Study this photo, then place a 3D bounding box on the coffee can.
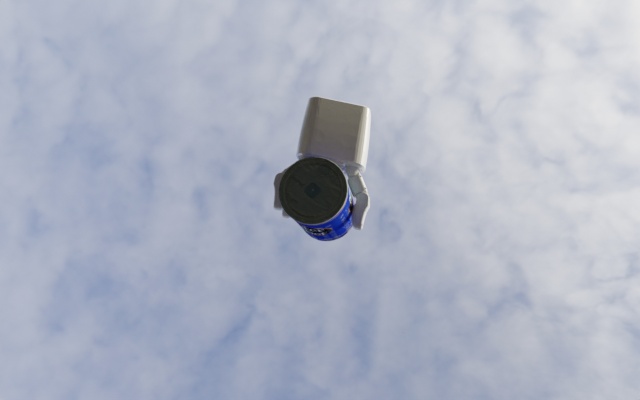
[{"bbox_3d":[0.000,0.003,0.760,0.103,0.102,0.140,0,-15,10],"label":"coffee can"}]
